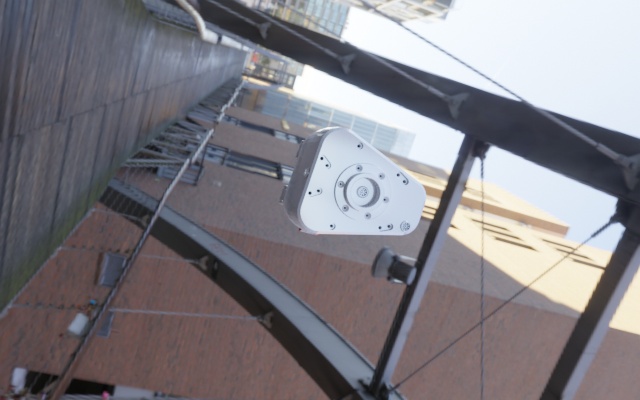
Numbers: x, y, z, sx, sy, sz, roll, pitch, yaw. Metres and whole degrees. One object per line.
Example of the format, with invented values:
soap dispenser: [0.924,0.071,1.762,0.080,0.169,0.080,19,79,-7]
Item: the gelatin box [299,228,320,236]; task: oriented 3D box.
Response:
gelatin box: [0.000,0.002,0.595,0.030,0.073,0.089,15,-12,-8]
